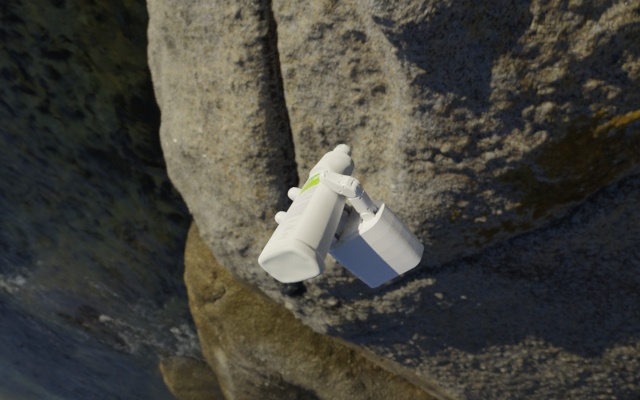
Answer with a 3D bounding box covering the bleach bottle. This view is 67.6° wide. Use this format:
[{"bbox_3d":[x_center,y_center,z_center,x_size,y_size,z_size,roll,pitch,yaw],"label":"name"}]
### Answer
[{"bbox_3d":[0.000,0.002,0.719,0.068,0.250,0.102,43,-41,-20],"label":"bleach bottle"}]
